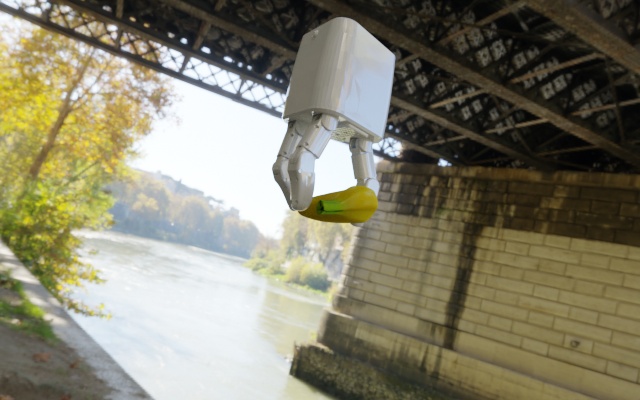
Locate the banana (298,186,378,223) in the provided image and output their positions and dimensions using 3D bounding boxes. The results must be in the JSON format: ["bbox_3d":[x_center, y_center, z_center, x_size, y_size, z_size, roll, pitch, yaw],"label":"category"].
[{"bbox_3d":[0.019,0.004,0.508,0.069,0.037,0.198,8,-5,-7],"label":"banana"}]
